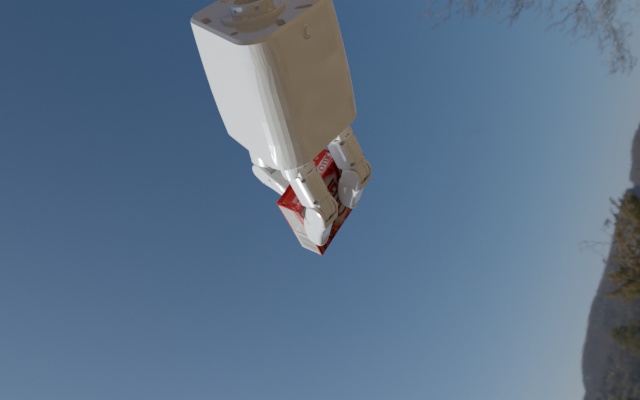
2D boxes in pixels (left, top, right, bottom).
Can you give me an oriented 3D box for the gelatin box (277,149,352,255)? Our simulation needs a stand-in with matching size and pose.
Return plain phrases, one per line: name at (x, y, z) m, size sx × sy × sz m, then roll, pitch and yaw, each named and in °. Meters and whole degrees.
gelatin box at (0.000, 0.002, 0.474) m, size 0.030 × 0.073 × 0.089 m, roll 22°, pitch -24°, yaw 29°
